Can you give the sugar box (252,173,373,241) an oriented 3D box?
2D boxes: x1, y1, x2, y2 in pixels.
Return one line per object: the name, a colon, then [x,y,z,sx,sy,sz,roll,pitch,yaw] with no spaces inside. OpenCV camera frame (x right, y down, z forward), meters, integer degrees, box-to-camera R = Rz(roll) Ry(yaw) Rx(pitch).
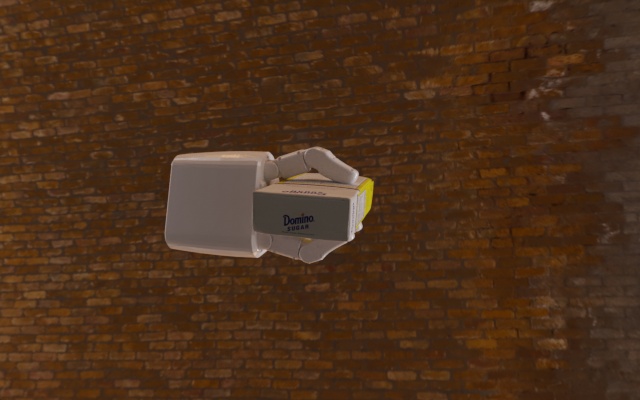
sugar box: [0.000,0.002,0.507,0.093,0.048,0.176,5,12,12]
